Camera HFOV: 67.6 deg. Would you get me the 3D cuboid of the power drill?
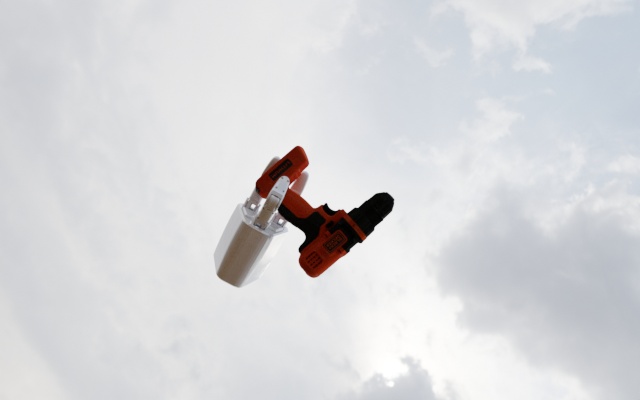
[{"bbox_3d":[0.000,0.002,0.773,0.184,0.187,0.057,-40,-13,-4],"label":"power drill"}]
